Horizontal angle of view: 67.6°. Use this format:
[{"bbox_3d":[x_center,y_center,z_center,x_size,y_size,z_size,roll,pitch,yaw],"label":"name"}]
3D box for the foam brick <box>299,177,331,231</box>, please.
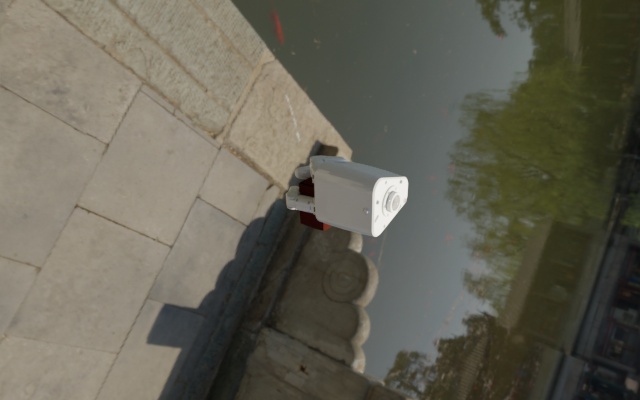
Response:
[{"bbox_3d":[0.000,0.003,0.799,0.051,0.078,0.053,17,30,34],"label":"foam brick"}]
